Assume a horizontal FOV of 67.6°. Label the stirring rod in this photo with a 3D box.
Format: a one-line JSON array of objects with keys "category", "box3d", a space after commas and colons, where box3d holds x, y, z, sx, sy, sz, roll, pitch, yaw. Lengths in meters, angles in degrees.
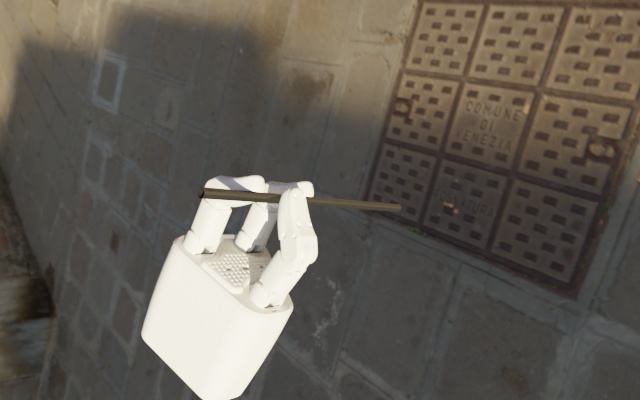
[{"category": "stirring rod", "box3d": [0.000, 0.001, 0.413, 0.011, 0.011, 0.239, 0, -3, 43]}]
